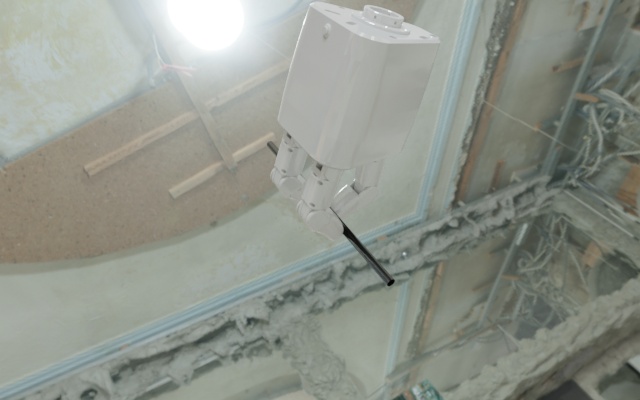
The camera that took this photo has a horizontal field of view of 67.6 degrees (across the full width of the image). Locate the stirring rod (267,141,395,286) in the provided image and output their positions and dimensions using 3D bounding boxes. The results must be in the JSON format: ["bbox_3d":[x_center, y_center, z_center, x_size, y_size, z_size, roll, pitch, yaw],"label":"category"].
[{"bbox_3d":[0.000,0.002,0.483,0.011,0.011,0.239,0,35,-37],"label":"stirring rod"}]
